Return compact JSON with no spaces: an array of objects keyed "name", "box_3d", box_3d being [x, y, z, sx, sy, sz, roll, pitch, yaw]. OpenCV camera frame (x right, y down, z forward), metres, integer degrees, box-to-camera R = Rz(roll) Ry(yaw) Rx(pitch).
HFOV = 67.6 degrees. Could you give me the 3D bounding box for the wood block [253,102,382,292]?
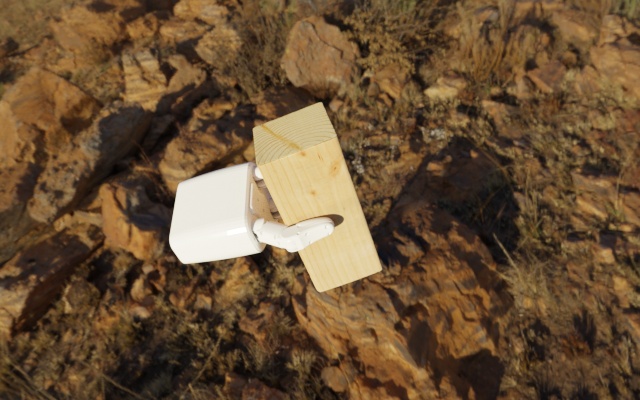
[{"name":"wood block","box_3d":[0.000,0.002,0.583,0.090,0.206,0.090,-20,36,3]}]
